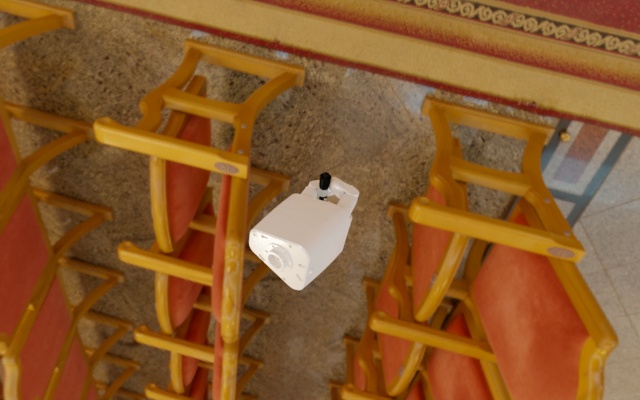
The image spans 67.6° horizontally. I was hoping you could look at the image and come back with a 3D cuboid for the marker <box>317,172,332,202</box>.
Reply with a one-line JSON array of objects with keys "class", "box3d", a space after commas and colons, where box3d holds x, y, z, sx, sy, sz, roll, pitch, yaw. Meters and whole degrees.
[{"class": "marker", "box3d": [0.000, 0.003, 0.791, 0.020, 0.121, 0.020, 7, 41, -6]}]
